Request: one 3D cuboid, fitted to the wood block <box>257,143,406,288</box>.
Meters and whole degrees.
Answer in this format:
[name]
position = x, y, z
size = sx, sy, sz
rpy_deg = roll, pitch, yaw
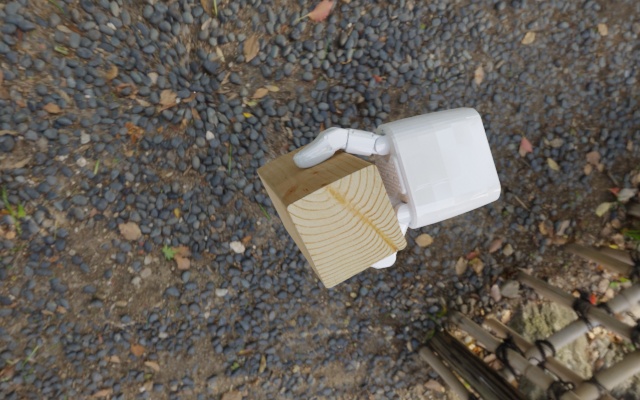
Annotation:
[wood block]
position = 0.000, 0.001, 0.525
size = 0.090, 0.091, 0.206
rpy_deg = -27, 18, -8
